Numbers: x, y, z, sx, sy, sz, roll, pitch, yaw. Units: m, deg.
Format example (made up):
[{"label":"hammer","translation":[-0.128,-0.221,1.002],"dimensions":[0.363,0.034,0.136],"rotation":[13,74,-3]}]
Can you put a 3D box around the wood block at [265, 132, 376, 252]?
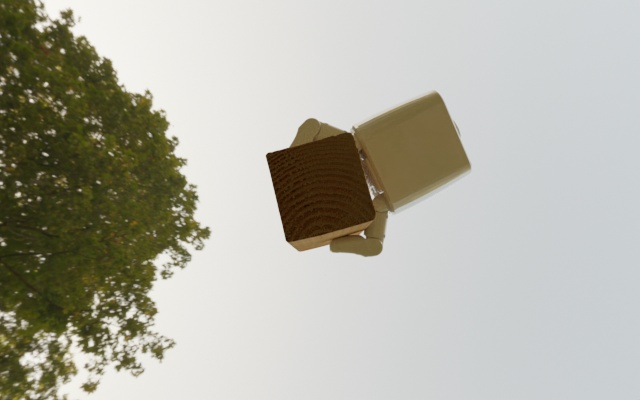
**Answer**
[{"label":"wood block","translation":[0.001,0.002,0.551],"dimensions":[0.090,0.091,0.206],"rotation":[-15,-9,-2]}]
